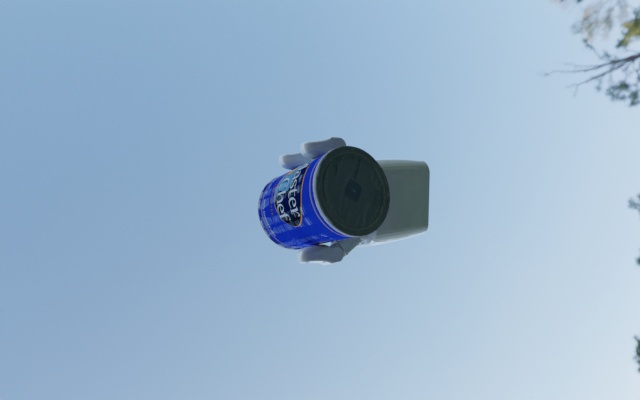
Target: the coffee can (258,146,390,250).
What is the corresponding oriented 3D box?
[{"bbox_3d":[0.000,0.002,0.582,0.103,0.103,0.140,0,-11,-34],"label":"coffee can"}]
